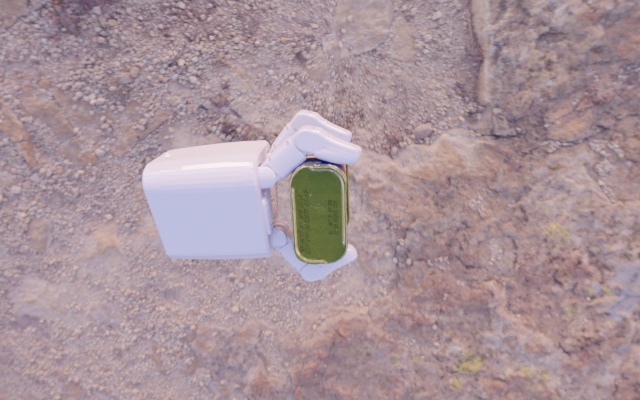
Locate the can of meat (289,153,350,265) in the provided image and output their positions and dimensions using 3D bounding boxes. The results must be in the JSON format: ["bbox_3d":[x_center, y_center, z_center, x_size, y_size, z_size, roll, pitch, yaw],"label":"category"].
[{"bbox_3d":[0.000,0.002,0.469,0.057,0.102,0.084,-2,19,3],"label":"can of meat"}]
